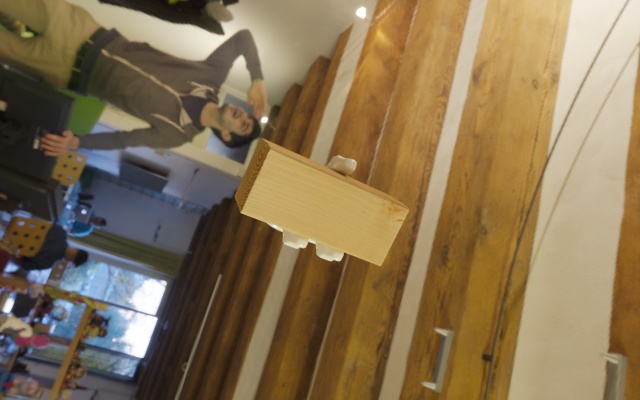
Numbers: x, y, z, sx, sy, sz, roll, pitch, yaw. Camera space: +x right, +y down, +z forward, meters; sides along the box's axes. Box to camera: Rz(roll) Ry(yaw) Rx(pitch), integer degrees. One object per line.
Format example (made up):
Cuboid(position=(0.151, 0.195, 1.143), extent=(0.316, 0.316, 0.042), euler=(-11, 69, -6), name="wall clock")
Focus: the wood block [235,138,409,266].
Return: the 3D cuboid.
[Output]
Cuboid(position=(0.000, 0.002, 0.648), extent=(0.206, 0.091, 0.090), euler=(22, 8, -20), name="wood block")
